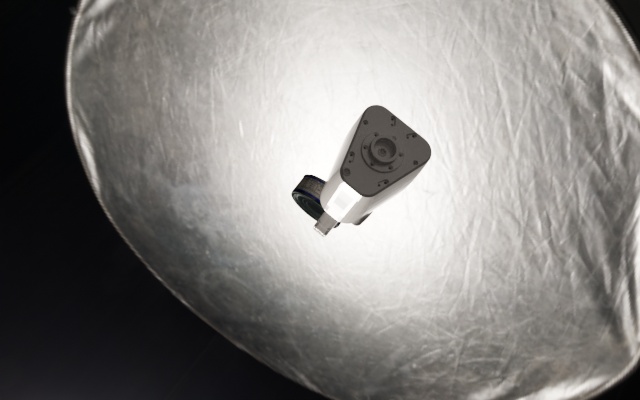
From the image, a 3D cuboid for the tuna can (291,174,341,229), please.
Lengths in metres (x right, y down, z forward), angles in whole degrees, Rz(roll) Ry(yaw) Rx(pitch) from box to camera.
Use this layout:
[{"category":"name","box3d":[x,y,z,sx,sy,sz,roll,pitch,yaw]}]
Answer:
[{"category":"tuna can","box3d":[0.000,0.003,0.689,0.086,0.033,0.086,34,-17,12]}]
